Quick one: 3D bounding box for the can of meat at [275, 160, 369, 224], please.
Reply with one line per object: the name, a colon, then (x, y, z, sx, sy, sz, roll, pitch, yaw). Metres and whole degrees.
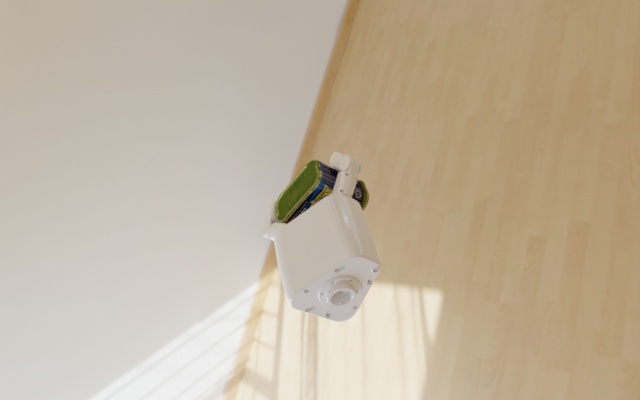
can of meat: (0.000, 0.002, 0.647, 0.084, 0.102, 0.057, 25, 32, -30)
